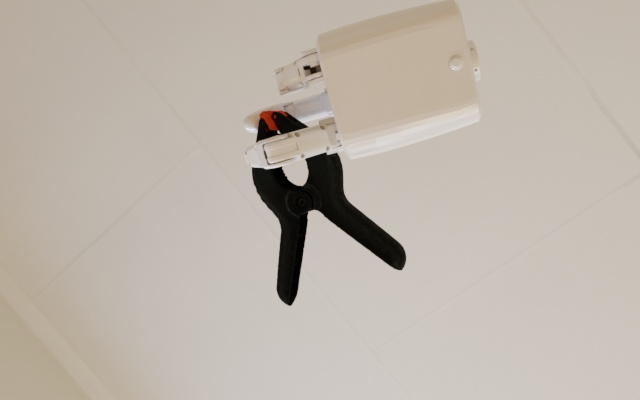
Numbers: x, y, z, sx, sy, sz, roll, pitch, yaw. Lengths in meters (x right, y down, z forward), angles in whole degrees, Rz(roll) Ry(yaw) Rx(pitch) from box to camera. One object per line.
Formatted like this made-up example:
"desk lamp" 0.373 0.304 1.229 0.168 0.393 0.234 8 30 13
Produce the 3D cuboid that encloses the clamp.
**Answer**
"clamp" 0.000 0.001 0.407 0.120 0.171 0.039 -13 9 12
